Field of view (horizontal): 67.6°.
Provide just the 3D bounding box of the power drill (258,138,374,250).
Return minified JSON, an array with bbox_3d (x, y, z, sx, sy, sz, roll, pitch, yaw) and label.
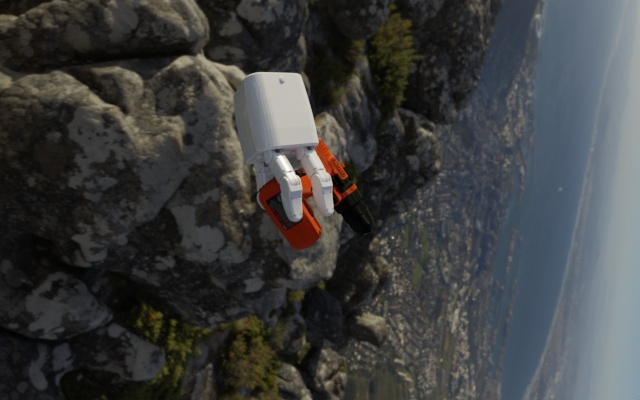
[{"bbox_3d":[0.000,0.002,0.730,0.057,0.184,0.187,-35,3,31],"label":"power drill"}]
